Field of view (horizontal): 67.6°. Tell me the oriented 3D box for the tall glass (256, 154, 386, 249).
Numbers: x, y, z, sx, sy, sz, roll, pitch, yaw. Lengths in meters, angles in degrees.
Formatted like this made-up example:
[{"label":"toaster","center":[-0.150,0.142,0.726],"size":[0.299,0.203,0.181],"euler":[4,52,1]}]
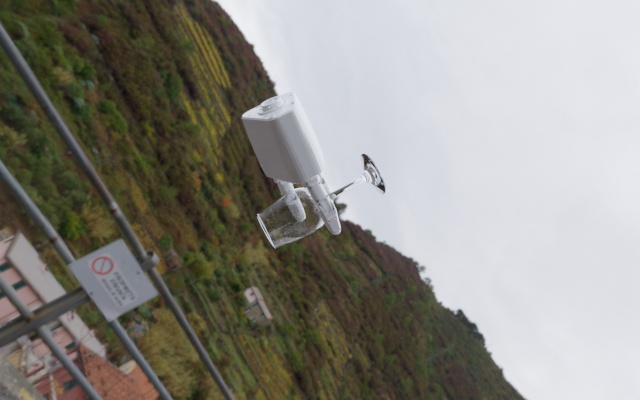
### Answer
[{"label":"tall glass","center":[0.001,0.002,0.762],"size":[0.201,0.079,0.079],"euler":[-29,6,-10]}]
